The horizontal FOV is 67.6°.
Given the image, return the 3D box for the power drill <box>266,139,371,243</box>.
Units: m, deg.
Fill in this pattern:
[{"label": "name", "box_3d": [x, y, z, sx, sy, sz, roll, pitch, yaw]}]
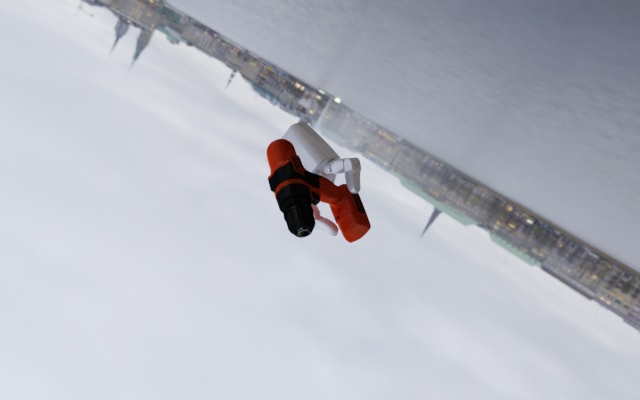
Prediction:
[{"label": "power drill", "box_3d": [0.000, 0.002, 0.754, 0.057, 0.184, 0.188, -36, -42, 23]}]
